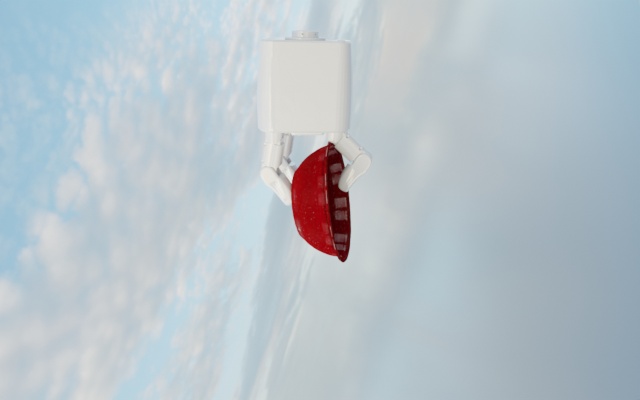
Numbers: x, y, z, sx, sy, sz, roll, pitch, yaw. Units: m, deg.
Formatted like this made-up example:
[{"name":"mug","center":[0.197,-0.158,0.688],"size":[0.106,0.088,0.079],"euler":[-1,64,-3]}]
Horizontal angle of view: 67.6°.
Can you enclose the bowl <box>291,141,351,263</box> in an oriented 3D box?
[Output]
[{"name":"bowl","center":[0.000,0.003,0.627],"size":[0.055,0.162,0.162],"euler":[-6,-1,12]}]
